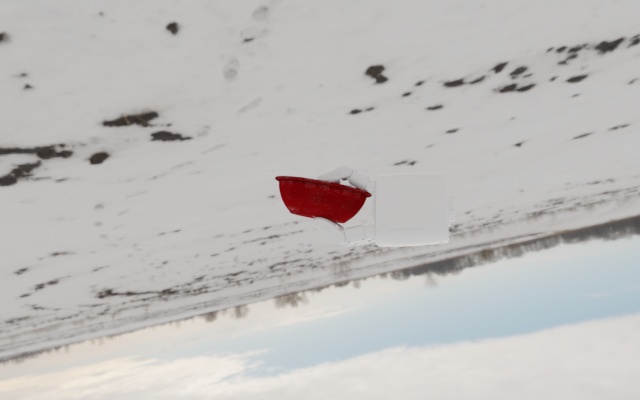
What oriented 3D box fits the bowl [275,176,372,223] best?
[{"bbox_3d":[-0.001,0.003,0.782,0.162,0.055,0.162,11,-4,1],"label":"bowl"}]
